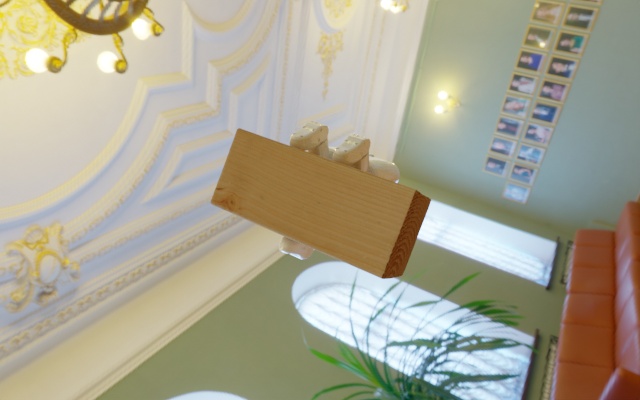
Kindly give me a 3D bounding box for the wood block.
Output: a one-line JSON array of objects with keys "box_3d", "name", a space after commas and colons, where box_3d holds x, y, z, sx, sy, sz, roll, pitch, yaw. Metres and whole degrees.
[{"box_3d": [0.000, 0.002, 0.515, 0.206, 0.091, 0.090, 21, 2, 23], "name": "wood block"}]
